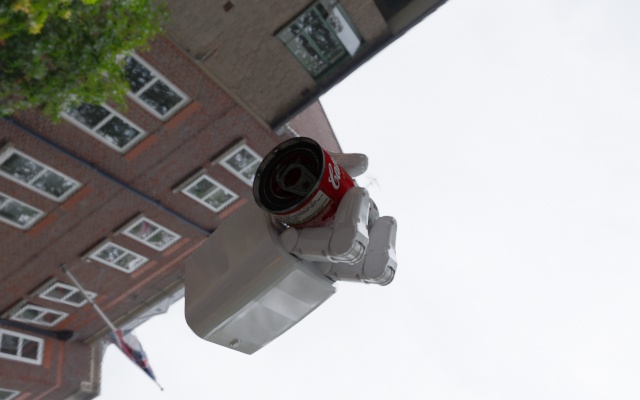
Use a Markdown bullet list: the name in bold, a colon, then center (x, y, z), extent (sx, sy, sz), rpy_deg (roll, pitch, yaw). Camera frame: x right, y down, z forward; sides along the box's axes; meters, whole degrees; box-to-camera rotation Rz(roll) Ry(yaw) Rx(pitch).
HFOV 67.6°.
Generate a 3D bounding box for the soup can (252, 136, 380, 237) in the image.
- **soup can**: center (0.001, 0.001, 0.409), extent (0.068, 0.068, 0.102), rpy_deg (0, -27, 36)
